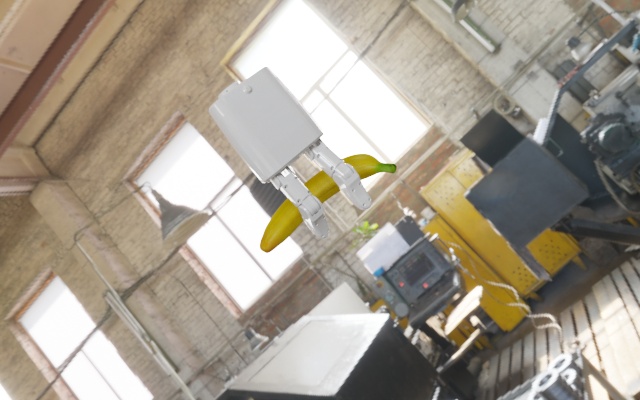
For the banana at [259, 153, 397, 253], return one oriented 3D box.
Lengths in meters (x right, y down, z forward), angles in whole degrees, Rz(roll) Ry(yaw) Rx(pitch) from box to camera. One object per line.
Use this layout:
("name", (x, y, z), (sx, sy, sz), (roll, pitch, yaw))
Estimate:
("banana", (-0.001, -0.007, 0.613), (0.198, 0.037, 0.069), (-34, 25, 1))
